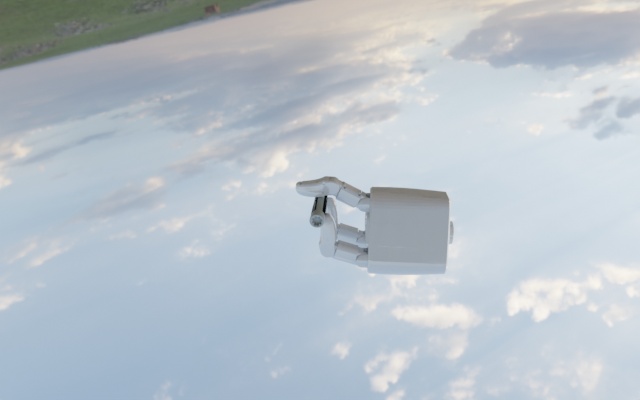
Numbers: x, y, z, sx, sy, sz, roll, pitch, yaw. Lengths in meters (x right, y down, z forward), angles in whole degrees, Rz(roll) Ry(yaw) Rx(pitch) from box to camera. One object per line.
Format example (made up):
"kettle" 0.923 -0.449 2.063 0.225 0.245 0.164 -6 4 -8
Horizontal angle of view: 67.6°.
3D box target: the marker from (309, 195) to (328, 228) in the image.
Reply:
"marker" 0.000 0.002 0.647 0.020 0.020 0.121 0 23 5
